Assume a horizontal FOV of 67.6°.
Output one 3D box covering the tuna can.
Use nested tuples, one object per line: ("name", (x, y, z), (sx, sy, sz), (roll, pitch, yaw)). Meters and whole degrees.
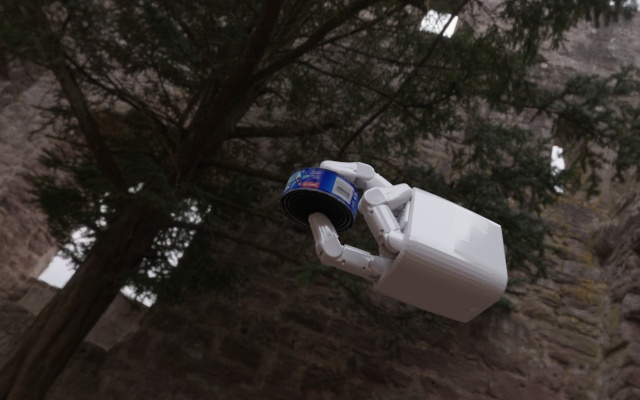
("tuna can", (0.000, 0.001, 0.534), (0.086, 0.033, 0.086), (13, -33, 9))
